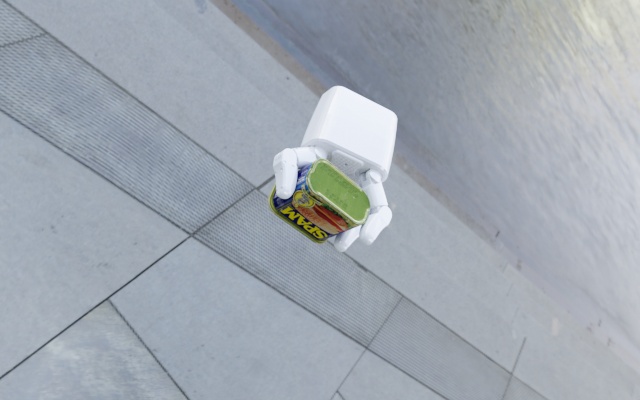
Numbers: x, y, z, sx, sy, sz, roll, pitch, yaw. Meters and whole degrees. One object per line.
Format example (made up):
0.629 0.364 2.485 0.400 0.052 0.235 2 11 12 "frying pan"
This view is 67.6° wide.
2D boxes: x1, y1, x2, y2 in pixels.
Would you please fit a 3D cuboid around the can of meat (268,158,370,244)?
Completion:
0.000 0.002 0.599 0.102 0.057 0.084 37 -38 -22 "can of meat"
